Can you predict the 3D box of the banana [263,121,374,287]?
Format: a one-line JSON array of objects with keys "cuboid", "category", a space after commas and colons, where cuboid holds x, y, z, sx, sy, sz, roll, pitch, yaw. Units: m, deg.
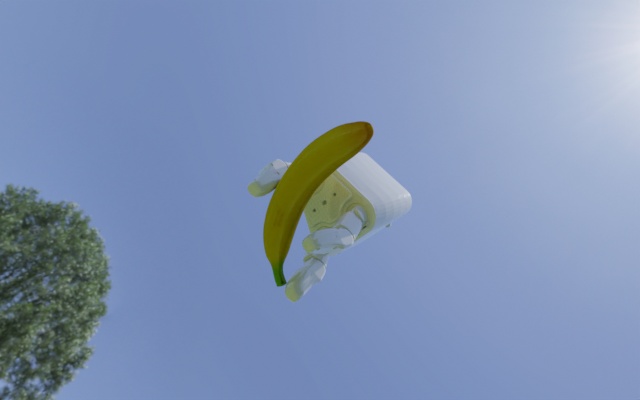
[{"cuboid": [-0.014, -0.007, 0.482, 0.069, 0.198, 0.037, 41, 28, 25], "category": "banana"}]
